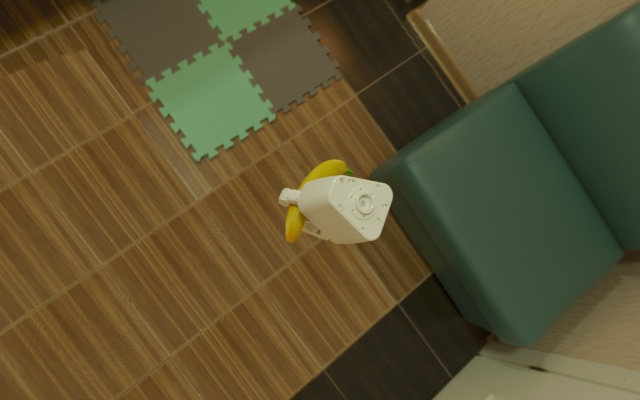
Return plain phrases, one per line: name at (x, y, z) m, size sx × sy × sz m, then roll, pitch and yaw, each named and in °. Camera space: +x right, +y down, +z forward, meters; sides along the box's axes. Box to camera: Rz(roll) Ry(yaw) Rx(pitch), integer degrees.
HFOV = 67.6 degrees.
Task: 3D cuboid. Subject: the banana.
banana at (-0.008, -0.014, 0.848) m, size 0.197 × 0.070 × 0.037 m, roll -47°, pitch 25°, yaw -27°
